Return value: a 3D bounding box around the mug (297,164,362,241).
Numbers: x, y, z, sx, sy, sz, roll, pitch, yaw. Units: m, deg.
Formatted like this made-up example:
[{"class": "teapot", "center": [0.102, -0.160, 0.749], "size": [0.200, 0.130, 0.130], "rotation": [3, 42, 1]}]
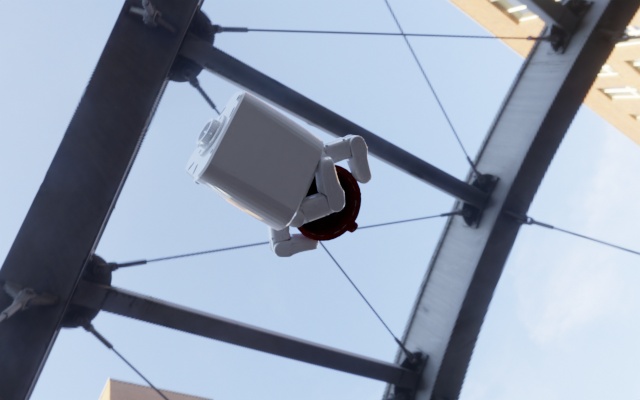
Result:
[{"class": "mug", "center": [0.001, 0.003, 0.603], "size": [0.117, 0.093, 0.081], "rotation": [36, -5, -26]}]
